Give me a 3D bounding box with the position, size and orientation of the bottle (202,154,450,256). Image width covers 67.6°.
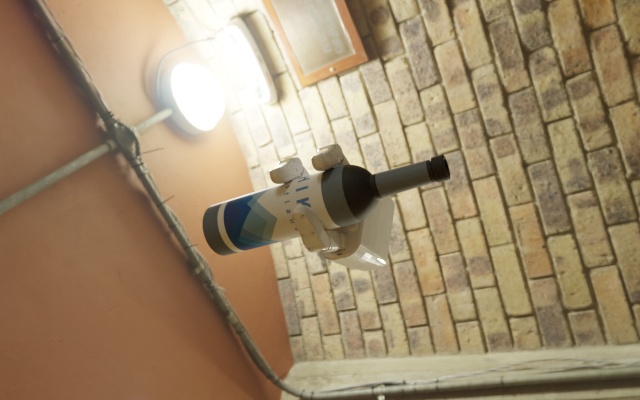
[{"bbox_3d":[0.000,0.002,0.549,0.296,0.069,0.069,-16,-7,24],"label":"bottle"}]
